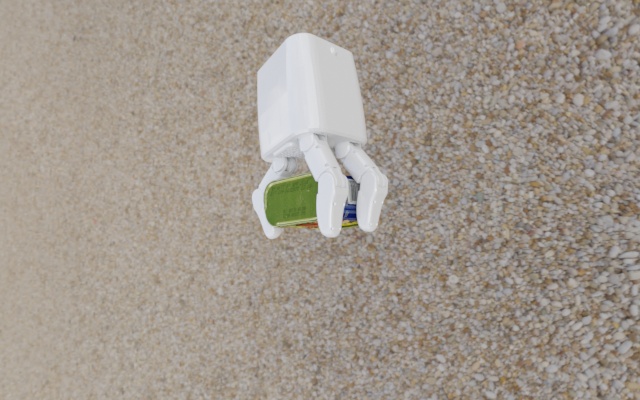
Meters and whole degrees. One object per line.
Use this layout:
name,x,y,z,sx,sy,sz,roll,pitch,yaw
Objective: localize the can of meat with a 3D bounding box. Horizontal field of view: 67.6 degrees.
can of meat,0.000,0.002,0.522,0.102,0.057,0.084,-11,-11,42
